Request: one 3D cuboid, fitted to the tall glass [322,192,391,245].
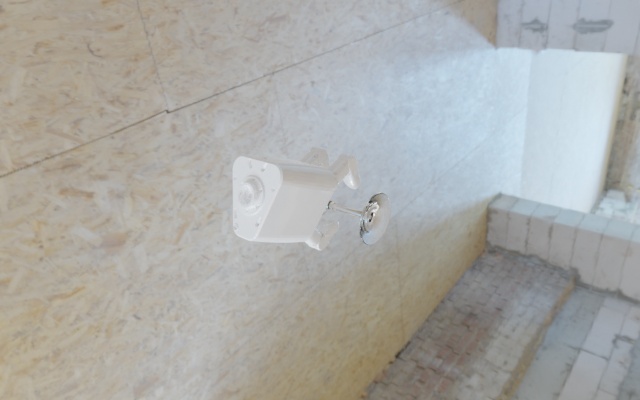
[{"bbox_3d":[0.001,0.003,0.713,0.201,0.079,0.079,17,10,38],"label":"tall glass"}]
